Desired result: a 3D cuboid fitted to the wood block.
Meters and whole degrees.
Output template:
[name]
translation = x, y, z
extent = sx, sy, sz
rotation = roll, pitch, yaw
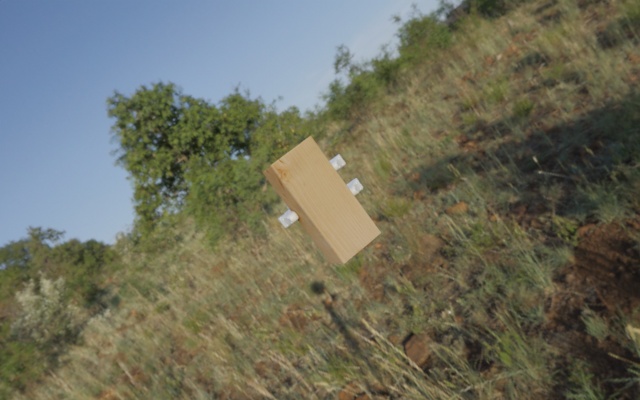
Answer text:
[wood block]
translation = 0.000, 0.003, 0.840
extent = 0.091, 0.206, 0.090
rotation = -38, 6, -15
